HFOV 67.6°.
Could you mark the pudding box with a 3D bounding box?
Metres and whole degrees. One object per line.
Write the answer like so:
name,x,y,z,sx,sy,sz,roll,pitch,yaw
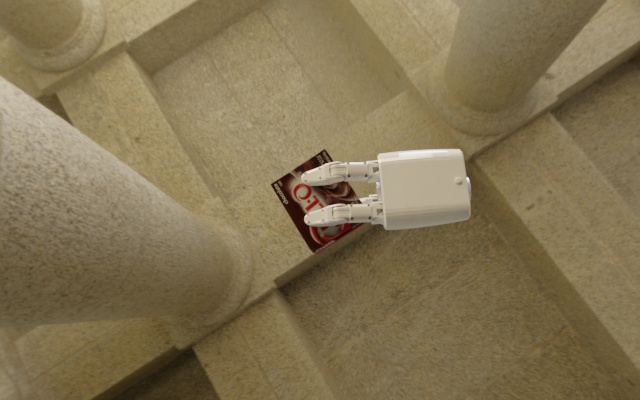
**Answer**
pudding box,0.000,0.002,0.643,0.090,0.113,0.039,-33,-16,1
